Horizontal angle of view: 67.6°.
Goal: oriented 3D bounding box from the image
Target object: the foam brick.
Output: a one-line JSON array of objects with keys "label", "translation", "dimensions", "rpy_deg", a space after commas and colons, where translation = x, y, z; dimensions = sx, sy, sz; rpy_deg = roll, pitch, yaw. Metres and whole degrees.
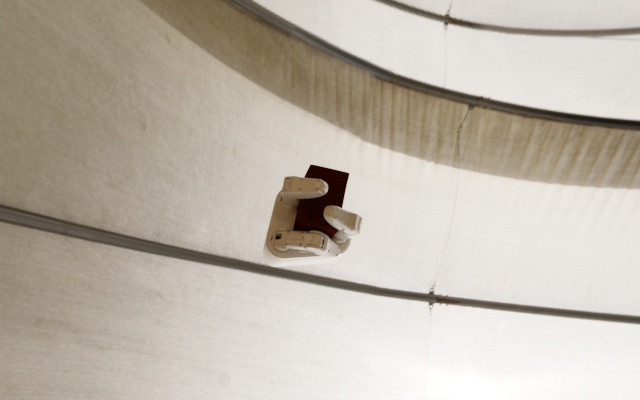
[{"label": "foam brick", "translation": [0.000, 0.002, 0.607], "dimensions": [0.053, 0.078, 0.051], "rpy_deg": [15, -18, -6]}]
